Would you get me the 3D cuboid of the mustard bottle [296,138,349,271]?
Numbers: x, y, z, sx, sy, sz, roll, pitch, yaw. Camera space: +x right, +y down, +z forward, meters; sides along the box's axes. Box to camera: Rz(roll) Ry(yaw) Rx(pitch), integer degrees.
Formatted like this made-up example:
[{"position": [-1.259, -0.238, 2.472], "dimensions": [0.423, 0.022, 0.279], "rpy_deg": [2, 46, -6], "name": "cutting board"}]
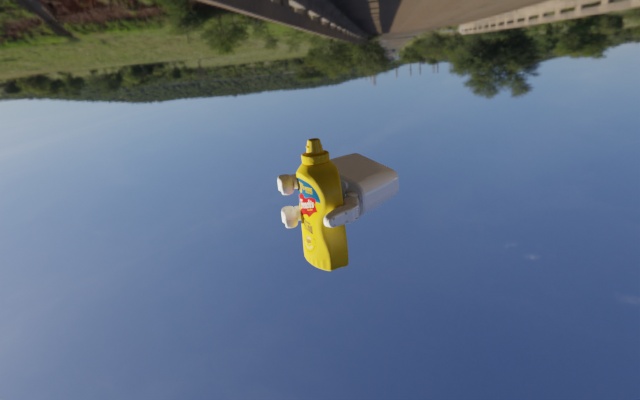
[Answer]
[{"position": [0.000, 0.003, 0.716], "dimensions": [0.058, 0.192, 0.096], "rpy_deg": [-13, 20, -22], "name": "mustard bottle"}]
